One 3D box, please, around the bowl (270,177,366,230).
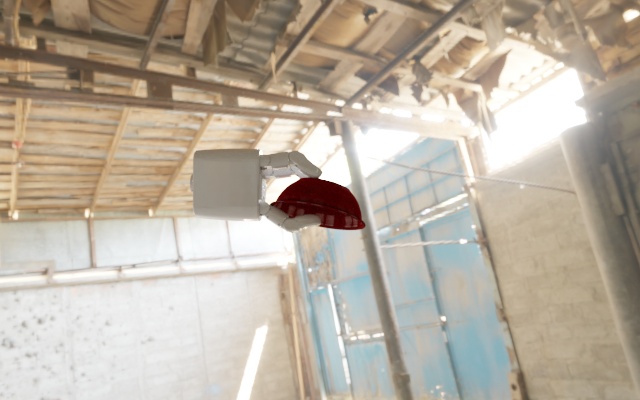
[{"bbox_3d":[0.001,0.003,0.789,0.162,0.055,0.162,12,-14,3],"label":"bowl"}]
